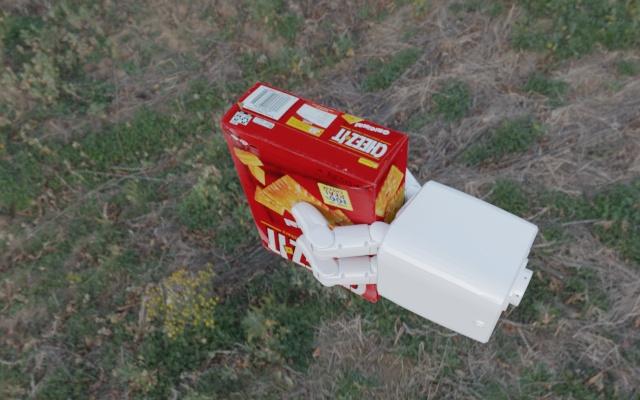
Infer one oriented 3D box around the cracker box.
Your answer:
[{"bbox_3d":[0.000,0.001,0.493,0.164,0.072,0.214,24,-32,23],"label":"cracker box"}]
